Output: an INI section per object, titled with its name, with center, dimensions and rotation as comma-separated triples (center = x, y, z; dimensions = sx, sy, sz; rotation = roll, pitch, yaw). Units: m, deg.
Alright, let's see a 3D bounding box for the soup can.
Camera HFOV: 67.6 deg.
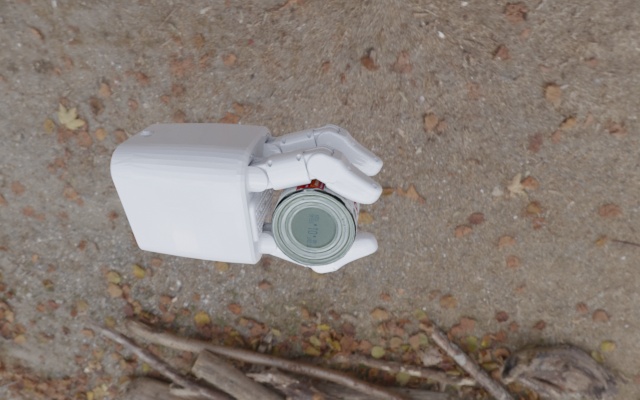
[soup can]
center = 0.001, 0.002, 0.406
dimensions = 0.068, 0.068, 0.102
rotation = 0, 25, 8
